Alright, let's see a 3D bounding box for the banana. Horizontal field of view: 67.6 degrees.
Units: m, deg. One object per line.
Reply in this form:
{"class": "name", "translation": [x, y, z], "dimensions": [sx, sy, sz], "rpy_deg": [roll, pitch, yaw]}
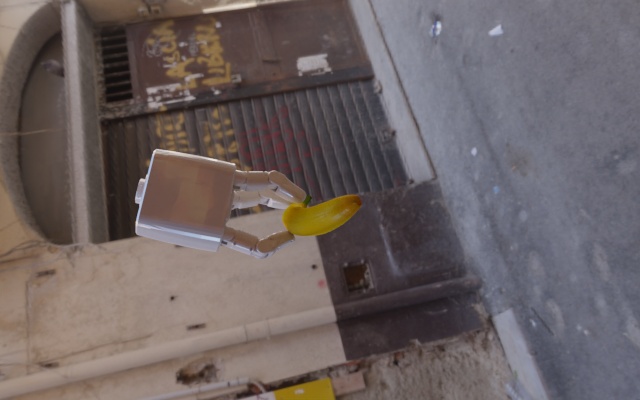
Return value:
{"class": "banana", "translation": [-0.011, 0.017, 0.626], "dimensions": [0.037, 0.069, 0.198], "rpy_deg": [37, -10, -18]}
